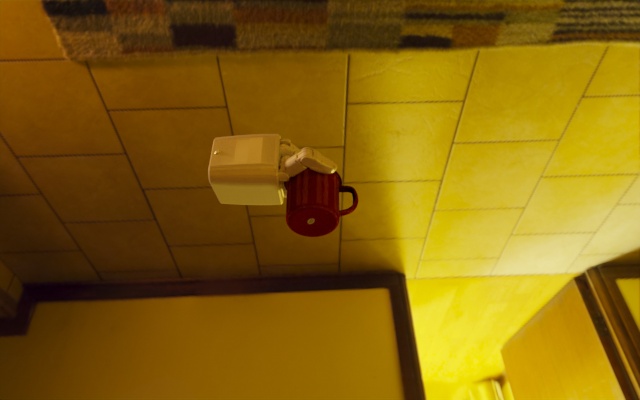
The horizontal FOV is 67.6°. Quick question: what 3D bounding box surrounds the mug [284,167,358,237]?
[{"bbox_3d":[0.002,0.003,0.740,0.117,0.081,0.093,-1,-40,1],"label":"mug"}]
